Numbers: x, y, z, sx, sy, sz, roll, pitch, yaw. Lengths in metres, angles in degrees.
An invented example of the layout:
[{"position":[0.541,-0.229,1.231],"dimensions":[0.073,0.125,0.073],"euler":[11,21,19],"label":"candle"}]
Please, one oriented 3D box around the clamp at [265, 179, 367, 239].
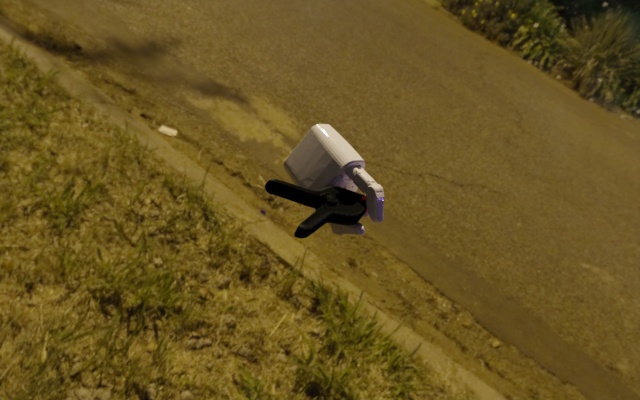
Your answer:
[{"position":[0.001,0.002,0.735],"dimensions":[0.171,0.039,0.120],"euler":[-7,49,-43],"label":"clamp"}]
